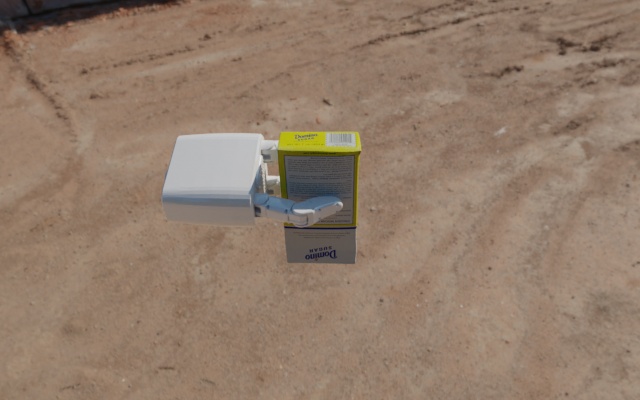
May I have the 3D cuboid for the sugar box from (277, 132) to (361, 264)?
[{"bbox_3d":[0.000,0.001,0.586,0.093,0.176,0.048,1,40,2],"label":"sugar box"}]
